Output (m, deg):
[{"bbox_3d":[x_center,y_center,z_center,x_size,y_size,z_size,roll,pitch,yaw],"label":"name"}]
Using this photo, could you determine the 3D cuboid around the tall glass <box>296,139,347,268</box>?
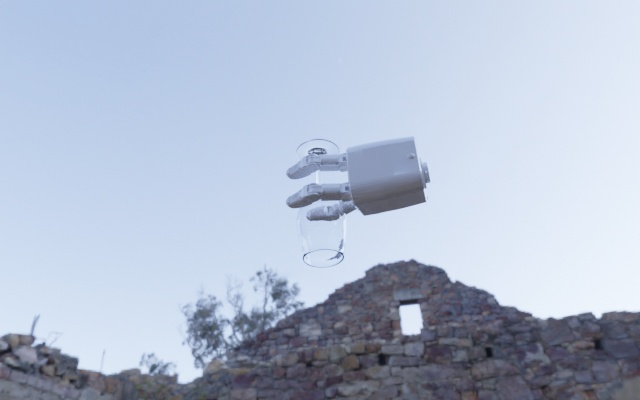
[{"bbox_3d":[0.000,0.002,0.758,0.079,0.201,0.079,-2,-32,-1],"label":"tall glass"}]
